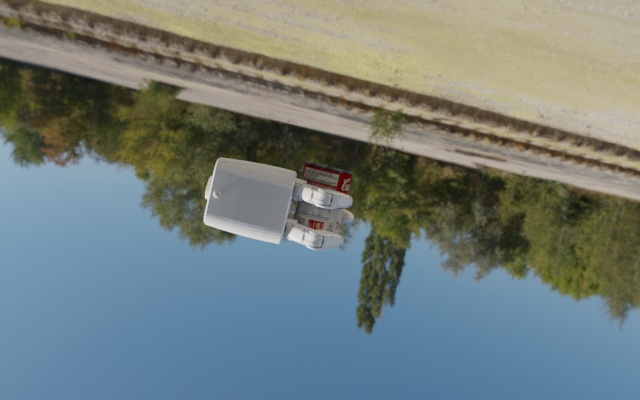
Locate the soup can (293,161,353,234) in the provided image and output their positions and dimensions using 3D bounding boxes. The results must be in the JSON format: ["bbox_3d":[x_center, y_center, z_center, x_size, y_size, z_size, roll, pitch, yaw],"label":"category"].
[{"bbox_3d":[0.001,0.003,0.661,0.068,0.102,0.068,13,6,-1],"label":"soup can"}]
